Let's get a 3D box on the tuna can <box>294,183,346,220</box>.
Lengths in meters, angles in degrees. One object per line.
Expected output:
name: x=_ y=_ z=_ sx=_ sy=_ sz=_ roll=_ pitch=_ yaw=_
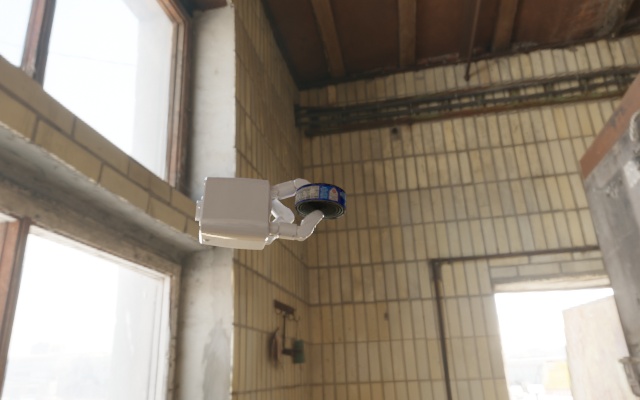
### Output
tuna can: x=0.000 y=0.002 z=0.795 sx=0.086 sy=0.033 sz=0.086 roll=3 pitch=-23 yaw=1
